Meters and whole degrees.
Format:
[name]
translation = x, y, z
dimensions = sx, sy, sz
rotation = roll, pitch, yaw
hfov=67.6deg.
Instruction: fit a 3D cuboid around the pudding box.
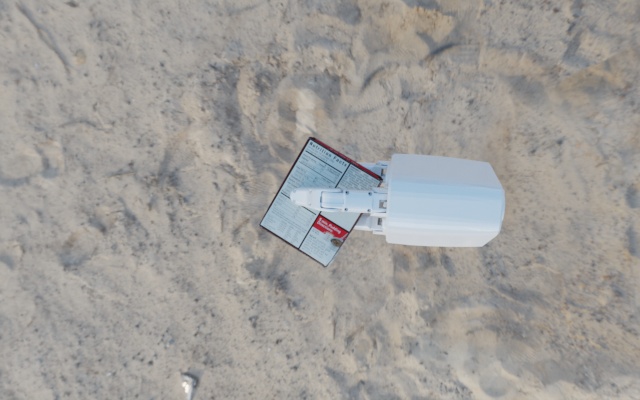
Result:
[pudding box]
translation = 0.000, 0.002, 0.508
dimensions = 0.090, 0.113, 0.039
rotation = 32, 7, 5
